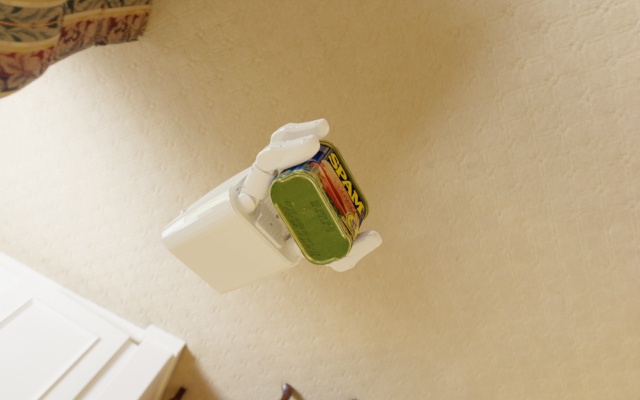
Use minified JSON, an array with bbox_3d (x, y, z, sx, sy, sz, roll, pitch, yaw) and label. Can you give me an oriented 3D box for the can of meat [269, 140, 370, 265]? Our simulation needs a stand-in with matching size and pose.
[{"bbox_3d":[0.000,0.002,0.474,0.057,0.102,0.084,-23,16,25],"label":"can of meat"}]
